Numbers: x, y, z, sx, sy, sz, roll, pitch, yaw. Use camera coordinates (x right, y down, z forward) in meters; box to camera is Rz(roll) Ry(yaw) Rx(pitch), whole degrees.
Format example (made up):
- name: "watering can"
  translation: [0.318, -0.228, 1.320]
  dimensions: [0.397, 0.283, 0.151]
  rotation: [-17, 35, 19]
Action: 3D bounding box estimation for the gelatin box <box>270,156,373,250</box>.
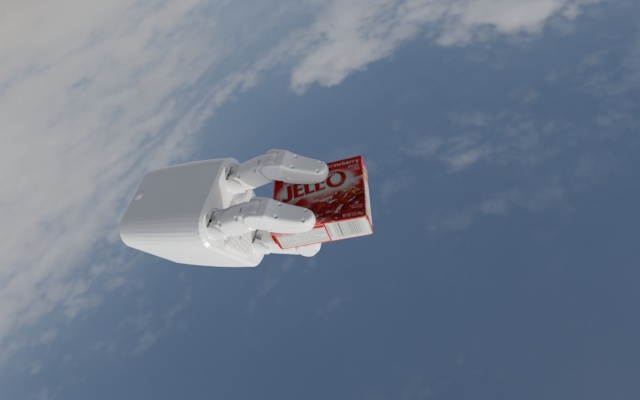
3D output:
- name: "gelatin box"
  translation: [0.001, 0.002, 0.439]
  dimensions: [0.089, 0.073, 0.030]
  rotation: [-11, -42, 13]
